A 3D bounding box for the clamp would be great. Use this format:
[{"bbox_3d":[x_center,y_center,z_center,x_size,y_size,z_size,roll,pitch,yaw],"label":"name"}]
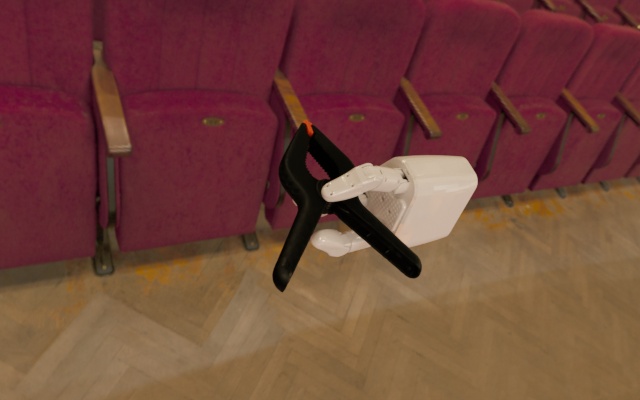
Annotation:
[{"bbox_3d":[0.000,0.001,0.506,0.164,0.210,0.036,-7,-32,-32],"label":"clamp"}]
